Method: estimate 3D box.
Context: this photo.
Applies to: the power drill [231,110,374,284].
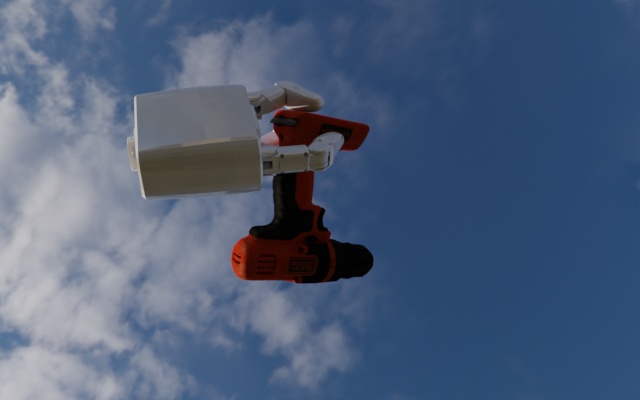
[{"bbox_3d":[0.000,0.001,0.532,0.184,0.187,0.057,6,6,-38],"label":"power drill"}]
